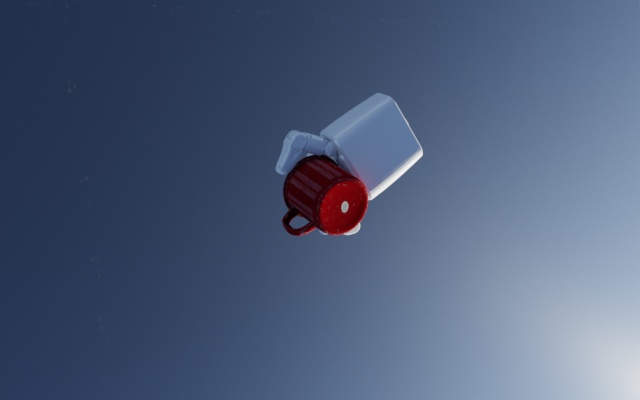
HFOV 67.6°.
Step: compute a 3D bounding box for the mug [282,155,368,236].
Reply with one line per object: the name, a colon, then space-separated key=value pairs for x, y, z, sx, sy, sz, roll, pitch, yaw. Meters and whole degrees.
mug: x=-0.001 y=0.003 z=0.628 sx=0.117 sy=0.093 sz=0.081 roll=-39 pitch=35 yaw=-11
